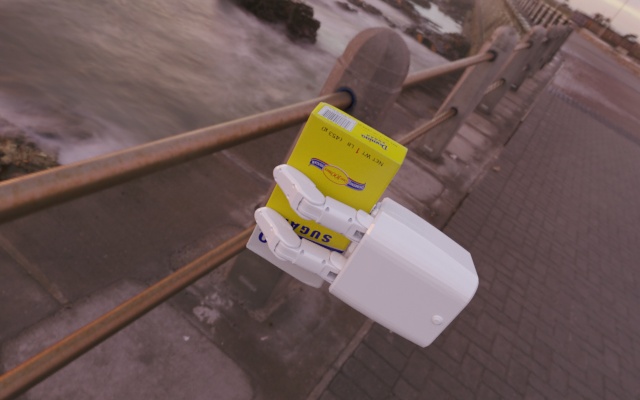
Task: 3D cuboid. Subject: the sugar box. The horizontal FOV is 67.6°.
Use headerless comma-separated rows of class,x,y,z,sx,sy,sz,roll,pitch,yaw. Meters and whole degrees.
sugar box,0.000,0.002,0.473,0.093,0.176,0.048,31,31,2
